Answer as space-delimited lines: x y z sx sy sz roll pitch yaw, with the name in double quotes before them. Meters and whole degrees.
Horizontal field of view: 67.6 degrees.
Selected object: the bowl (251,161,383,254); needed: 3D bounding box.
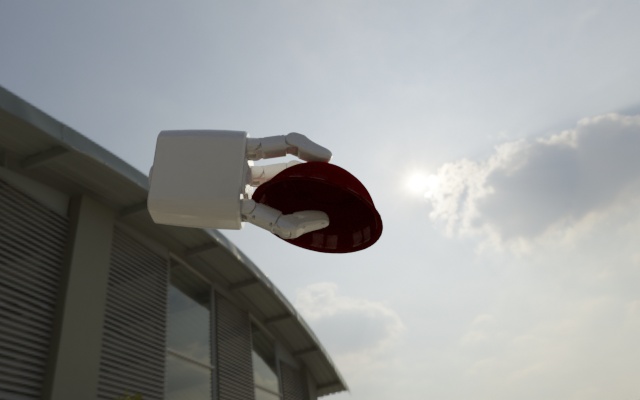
"bowl" 0.001 0.002 0.584 0.162 0.055 0.162 11 -34 7
